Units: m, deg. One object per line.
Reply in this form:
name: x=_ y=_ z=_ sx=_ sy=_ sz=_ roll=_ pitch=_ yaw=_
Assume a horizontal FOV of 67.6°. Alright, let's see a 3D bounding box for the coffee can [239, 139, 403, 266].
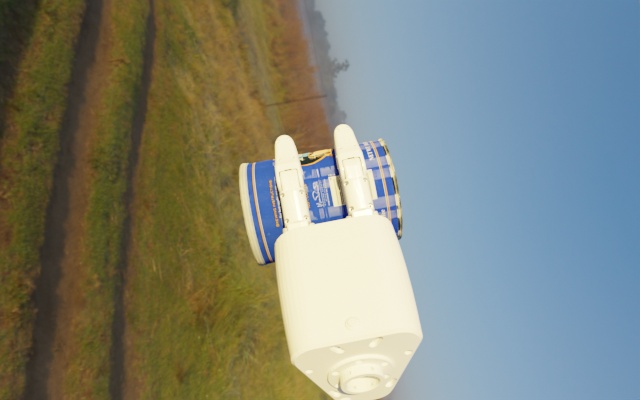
coffee can: x=0.000 y=0.001 z=0.473 sx=0.140 sy=0.103 sz=0.103 roll=-11 pitch=0 yaw=0
